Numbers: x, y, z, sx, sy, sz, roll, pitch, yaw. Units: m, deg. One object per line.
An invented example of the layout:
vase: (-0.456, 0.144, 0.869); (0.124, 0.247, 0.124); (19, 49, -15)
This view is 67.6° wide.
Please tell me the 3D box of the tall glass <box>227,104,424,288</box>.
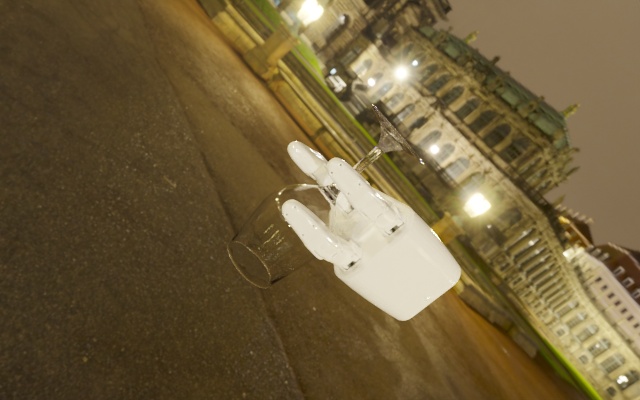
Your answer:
tall glass: (0.000, 0.001, 0.471); (0.201, 0.079, 0.079); (-41, -10, 11)
